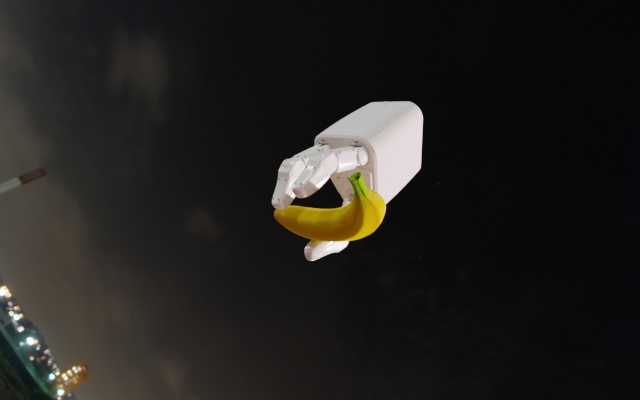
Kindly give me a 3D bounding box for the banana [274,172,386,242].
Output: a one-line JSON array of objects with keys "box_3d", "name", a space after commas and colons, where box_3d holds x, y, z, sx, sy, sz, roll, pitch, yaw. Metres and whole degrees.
[{"box_3d": [0.013, 0.016, 0.511, 0.037, 0.069, 0.198, -43, 10, -29], "name": "banana"}]
